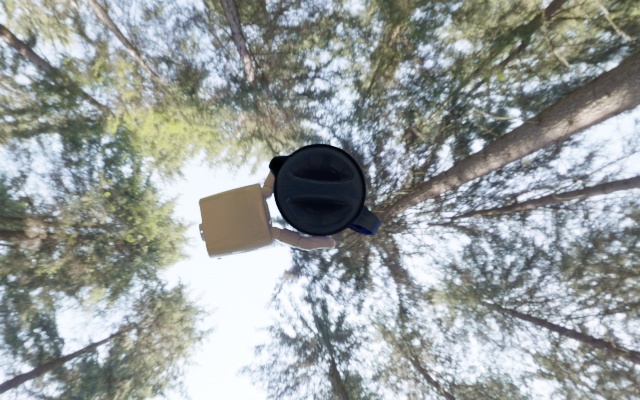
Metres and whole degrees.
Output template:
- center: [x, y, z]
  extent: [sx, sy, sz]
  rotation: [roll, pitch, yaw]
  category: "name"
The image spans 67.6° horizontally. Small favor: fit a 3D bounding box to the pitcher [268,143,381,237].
- center: [0.000, 0.003, 0.789]
  extent: [0.145, 0.149, 0.243]
  rotation: [-15, -5, -5]
  category: "pitcher"
